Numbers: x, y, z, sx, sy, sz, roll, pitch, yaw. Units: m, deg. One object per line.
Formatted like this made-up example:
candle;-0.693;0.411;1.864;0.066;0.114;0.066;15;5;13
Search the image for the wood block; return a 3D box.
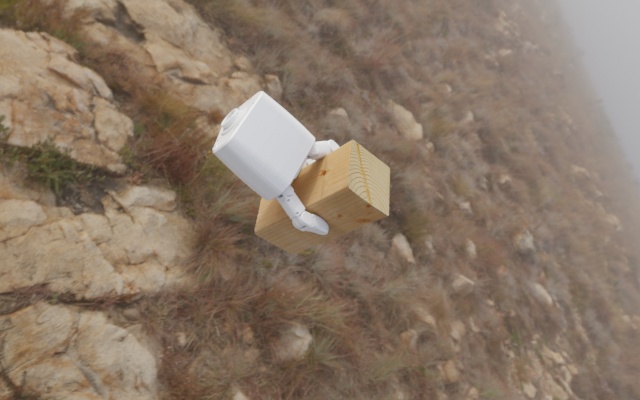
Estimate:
wood block;0.000;0.002;0.750;0.090;0.090;0.206;33;-42;-32
